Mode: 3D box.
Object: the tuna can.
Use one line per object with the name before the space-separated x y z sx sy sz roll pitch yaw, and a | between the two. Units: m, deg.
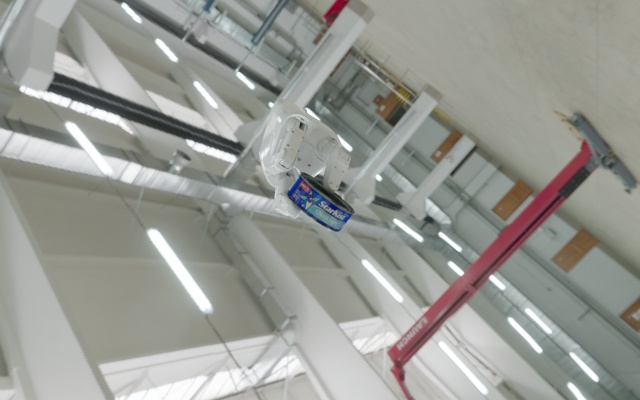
tuna can | 0.000 0.002 0.609 0.086 0.034 0.086 36 8 -6
